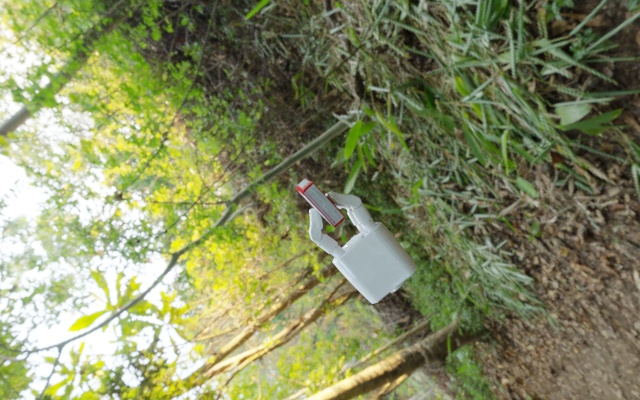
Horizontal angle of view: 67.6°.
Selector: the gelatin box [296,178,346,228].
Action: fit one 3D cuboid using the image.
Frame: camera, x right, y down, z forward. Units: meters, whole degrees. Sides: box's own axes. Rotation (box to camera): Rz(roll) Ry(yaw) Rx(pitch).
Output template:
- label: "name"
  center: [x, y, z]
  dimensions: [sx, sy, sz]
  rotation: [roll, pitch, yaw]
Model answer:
- label: "gelatin box"
  center: [0.000, 0.003, 0.851]
  dimensions: [0.030, 0.089, 0.073]
  rotation: [-44, 14, -2]
